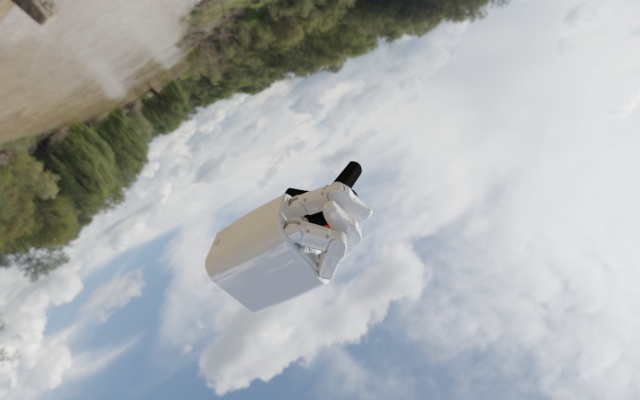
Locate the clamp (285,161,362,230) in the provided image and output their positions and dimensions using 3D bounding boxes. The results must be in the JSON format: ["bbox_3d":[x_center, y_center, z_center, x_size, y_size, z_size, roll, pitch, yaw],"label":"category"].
[{"bbox_3d":[0.000,0.003,0.642,0.120,0.039,0.171,-25,19,15],"label":"clamp"}]
